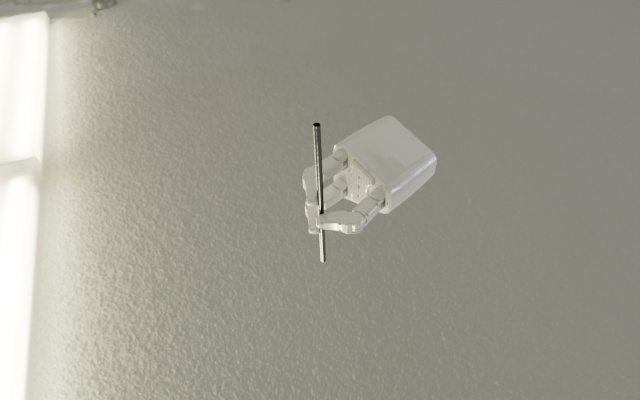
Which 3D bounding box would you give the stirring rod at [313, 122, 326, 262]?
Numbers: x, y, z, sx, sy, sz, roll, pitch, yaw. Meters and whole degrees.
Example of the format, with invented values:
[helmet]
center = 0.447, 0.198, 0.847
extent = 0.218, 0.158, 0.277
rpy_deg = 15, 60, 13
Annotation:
[stirring rod]
center = 0.000, 0.002, 0.603
extent = 0.011, 0.011, 0.240
rpy_deg = 0, -44, 3
